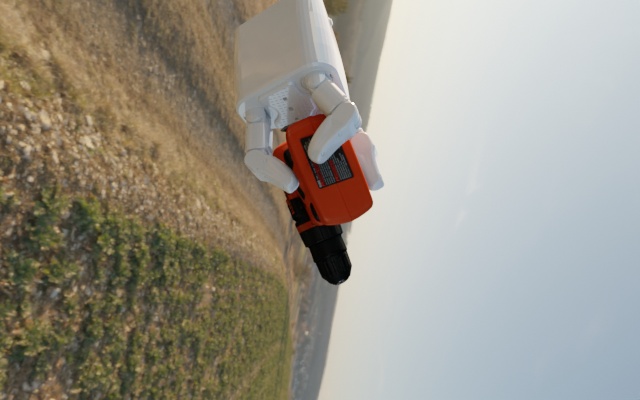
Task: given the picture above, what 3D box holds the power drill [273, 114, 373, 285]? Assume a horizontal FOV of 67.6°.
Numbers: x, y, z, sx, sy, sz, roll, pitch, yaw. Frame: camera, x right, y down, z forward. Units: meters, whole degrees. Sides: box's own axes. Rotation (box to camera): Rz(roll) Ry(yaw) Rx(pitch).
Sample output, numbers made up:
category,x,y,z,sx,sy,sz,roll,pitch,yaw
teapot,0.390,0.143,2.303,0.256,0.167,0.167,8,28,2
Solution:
category,x,y,z,sx,sy,sz,roll,pitch,yaw
power drill,0.000,0.001,0.515,0.057,0.184,0.188,-22,-7,-13
